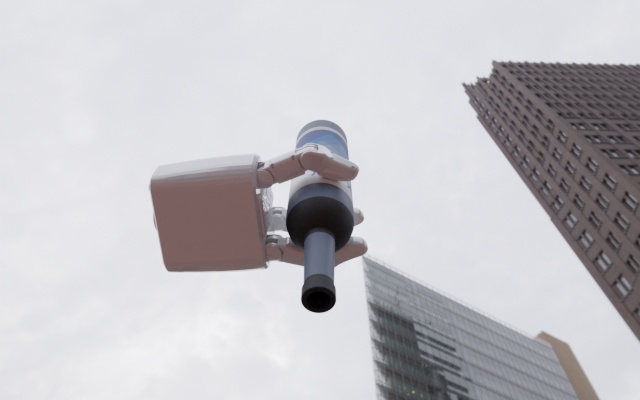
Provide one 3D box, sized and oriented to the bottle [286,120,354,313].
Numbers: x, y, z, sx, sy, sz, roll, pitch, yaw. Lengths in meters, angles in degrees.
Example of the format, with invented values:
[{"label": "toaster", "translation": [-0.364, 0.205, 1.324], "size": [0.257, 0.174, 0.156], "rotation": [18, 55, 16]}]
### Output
[{"label": "bottle", "translation": [0.000, 0.001, 0.493], "size": [0.069, 0.069, 0.295], "rotation": [0, 31, 1]}]
